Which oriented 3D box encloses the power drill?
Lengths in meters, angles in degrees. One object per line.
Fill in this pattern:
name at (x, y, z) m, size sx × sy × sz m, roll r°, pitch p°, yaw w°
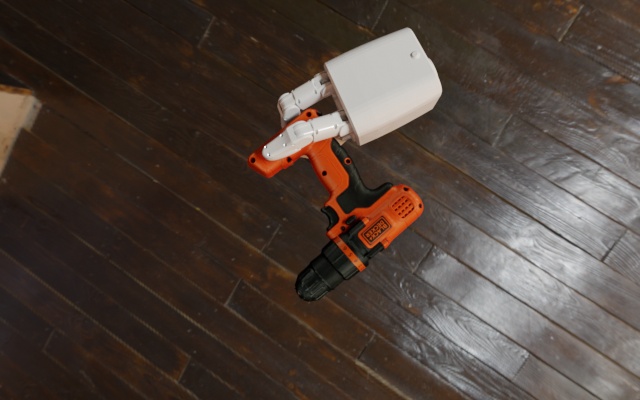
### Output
power drill at (0.000, 0.001, 0.569) m, size 0.184 × 0.187 × 0.057 m, roll -40°, pitch 0°, yaw -4°
